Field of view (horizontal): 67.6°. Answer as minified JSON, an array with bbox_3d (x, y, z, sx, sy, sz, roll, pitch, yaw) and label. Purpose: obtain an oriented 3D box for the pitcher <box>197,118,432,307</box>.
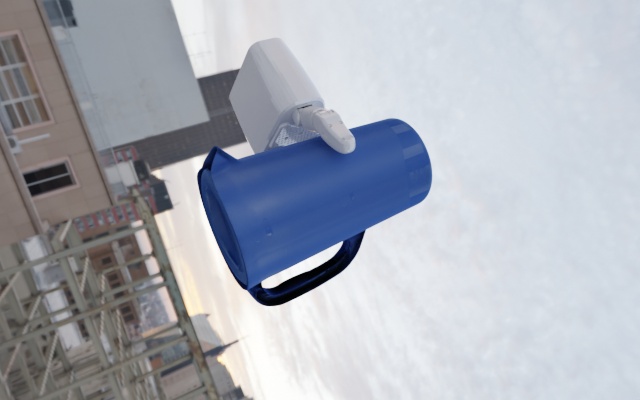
[{"bbox_3d":[0.000,0.002,0.530,0.243,0.145,0.149,-21,-24,-21],"label":"pitcher"}]
